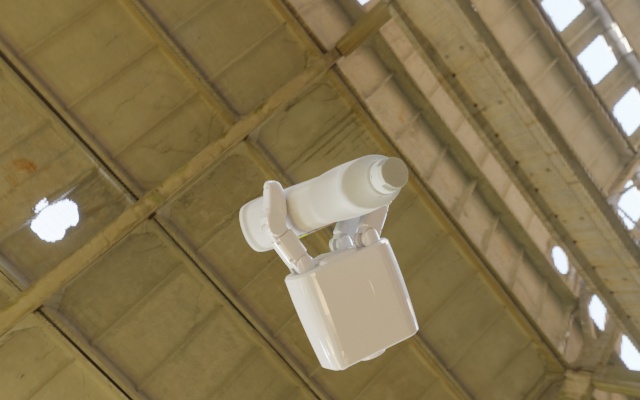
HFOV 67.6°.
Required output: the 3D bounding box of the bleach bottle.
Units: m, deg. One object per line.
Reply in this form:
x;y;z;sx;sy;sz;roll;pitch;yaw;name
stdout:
0.000;0.002;0.519;0.102;0.068;0.251;-21;-1;-30;bleach bottle
